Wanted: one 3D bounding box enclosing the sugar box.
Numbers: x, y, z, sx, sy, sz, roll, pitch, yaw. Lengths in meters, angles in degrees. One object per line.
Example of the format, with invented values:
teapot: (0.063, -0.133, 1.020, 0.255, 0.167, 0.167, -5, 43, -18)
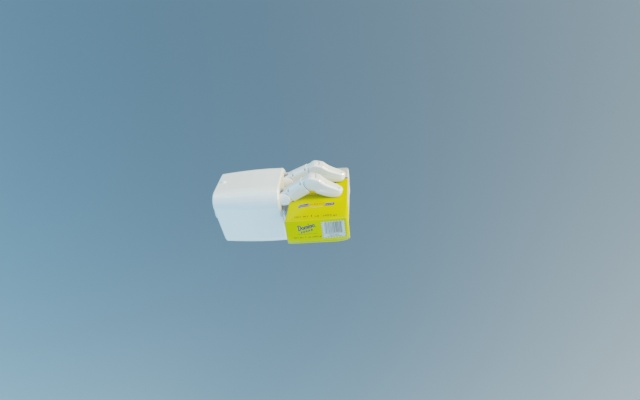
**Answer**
sugar box: (0.000, 0.002, 0.763, 0.093, 0.048, 0.176, -4, 30, 5)
